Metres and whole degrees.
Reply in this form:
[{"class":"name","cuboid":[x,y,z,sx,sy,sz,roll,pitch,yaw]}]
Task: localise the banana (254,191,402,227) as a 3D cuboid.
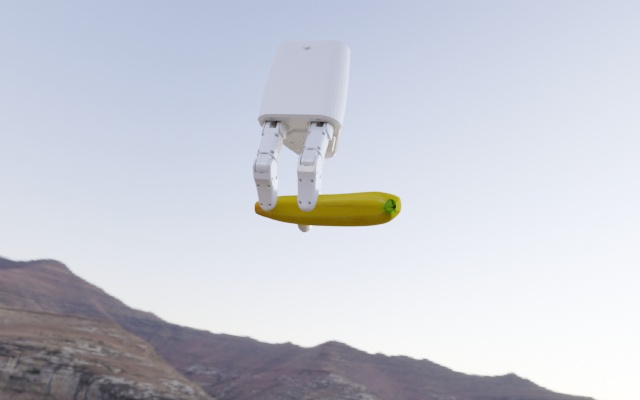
[{"class":"banana","cuboid":[0.014,0.007,0.531,0.198,0.037,0.070,-4,-20,40]}]
